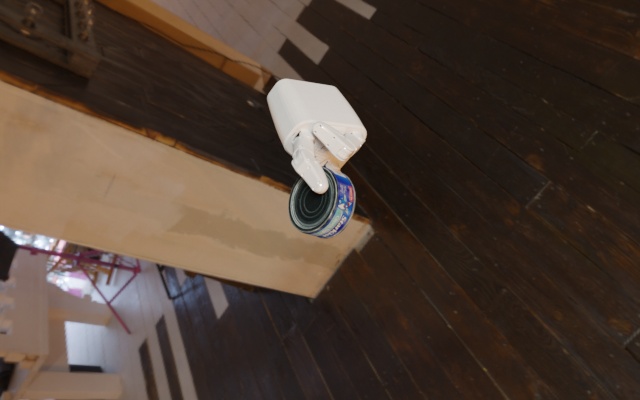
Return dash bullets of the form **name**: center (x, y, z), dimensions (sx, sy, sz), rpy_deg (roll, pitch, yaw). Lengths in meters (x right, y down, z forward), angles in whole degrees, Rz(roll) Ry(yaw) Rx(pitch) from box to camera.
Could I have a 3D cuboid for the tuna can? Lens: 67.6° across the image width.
- **tuna can**: center (0.000, 0.002, 0.585), dimensions (0.086, 0.086, 0.034), rpy_deg (0, -13, 45)
